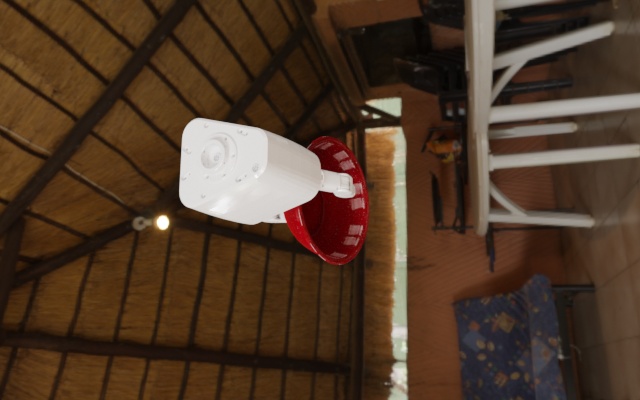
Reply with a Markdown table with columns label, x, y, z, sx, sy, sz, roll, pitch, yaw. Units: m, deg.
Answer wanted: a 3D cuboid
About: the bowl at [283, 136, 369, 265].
| label | x | y | z | sx | sy | sz | roll | pitch | yaw |
| --- | --- | --- | --- | --- | --- | --- | --- | --- | --- |
| bowl | 0.000 | 0.003 | 0.615 | 0.055 | 0.162 | 0.162 | -8 | -5 | 35 |
